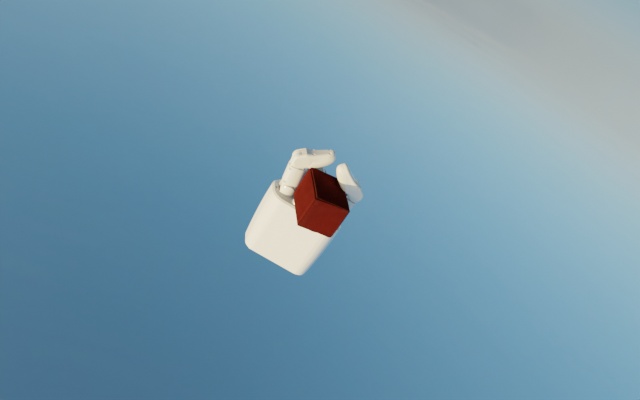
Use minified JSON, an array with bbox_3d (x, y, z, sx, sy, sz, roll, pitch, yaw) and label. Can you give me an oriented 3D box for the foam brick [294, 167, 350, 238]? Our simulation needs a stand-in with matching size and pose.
[{"bbox_3d":[0.000,0.002,0.646,0.053,0.051,0.078,23,29,-22],"label":"foam brick"}]
